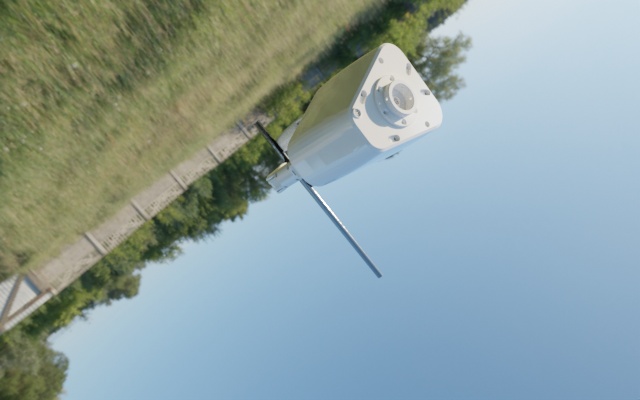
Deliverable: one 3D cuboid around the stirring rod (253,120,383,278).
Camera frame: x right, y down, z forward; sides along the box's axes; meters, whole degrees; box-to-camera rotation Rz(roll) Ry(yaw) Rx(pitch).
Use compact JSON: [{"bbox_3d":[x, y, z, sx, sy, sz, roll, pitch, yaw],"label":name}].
[{"bbox_3d":[0.000,0.002,0.570,0.011,0.239,0.011,-37,11,8],"label":"stirring rod"}]
